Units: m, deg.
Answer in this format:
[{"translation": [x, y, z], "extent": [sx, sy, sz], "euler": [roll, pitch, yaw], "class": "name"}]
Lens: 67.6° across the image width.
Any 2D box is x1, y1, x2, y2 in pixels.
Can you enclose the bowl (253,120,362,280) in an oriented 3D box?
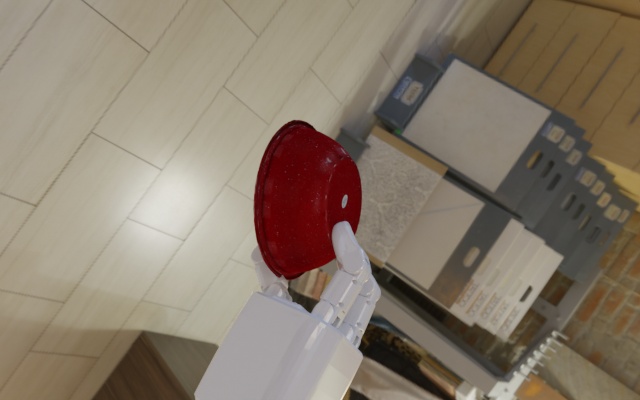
[{"translation": [0.001, 0.000, 0.474], "extent": [0.055, 0.162, 0.162], "euler": [4, 2, 25], "class": "bowl"}]
